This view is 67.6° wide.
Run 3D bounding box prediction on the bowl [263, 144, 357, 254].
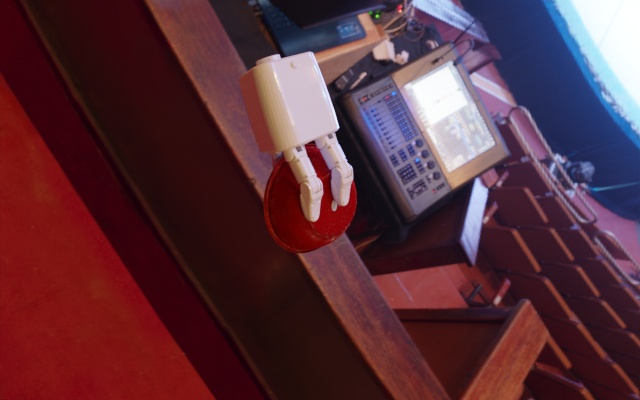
[{"bbox_3d":[0.001,0.003,0.676,0.162,0.162,0.055,0,9,-42],"label":"bowl"}]
